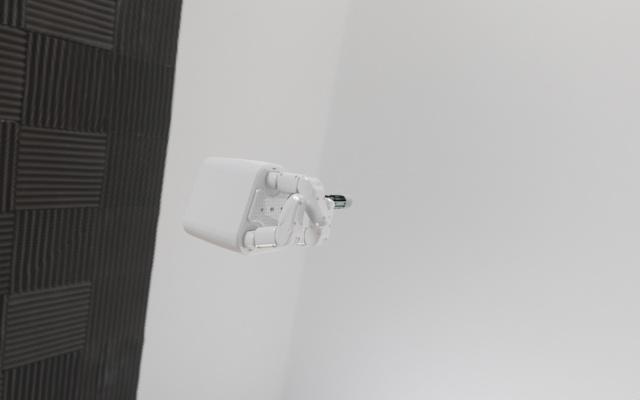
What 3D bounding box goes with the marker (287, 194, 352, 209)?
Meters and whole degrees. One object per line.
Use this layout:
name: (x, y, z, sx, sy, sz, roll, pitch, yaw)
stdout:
marker: (0.000, 0.002, 0.588, 0.020, 0.020, 0.121, 0, 0, 35)
